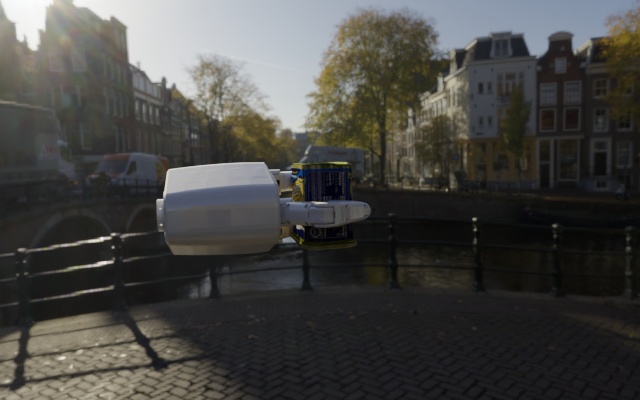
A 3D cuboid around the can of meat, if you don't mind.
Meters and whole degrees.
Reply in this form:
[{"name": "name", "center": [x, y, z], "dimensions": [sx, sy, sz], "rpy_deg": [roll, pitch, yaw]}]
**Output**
[{"name": "can of meat", "center": [0.000, 0.001, 0.507], "dimensions": [0.057, 0.084, 0.102], "rpy_deg": [-3, 5, -12]}]
